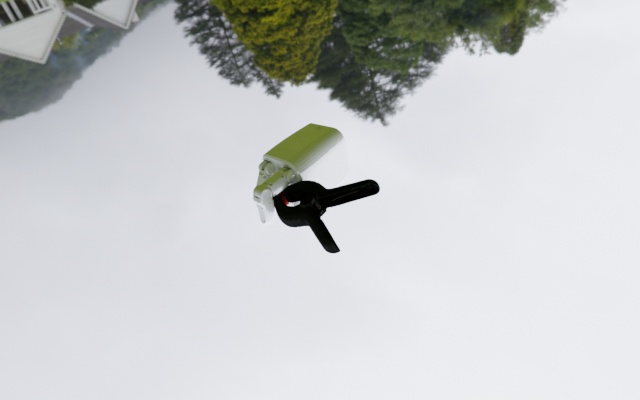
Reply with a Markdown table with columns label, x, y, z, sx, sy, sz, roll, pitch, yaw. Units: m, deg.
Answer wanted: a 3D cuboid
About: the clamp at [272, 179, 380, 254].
| label | x | y | z | sx | sy | sz | roll | pitch | yaw |
| --- | --- | --- | --- | --- | --- | --- | --- | --- | --- |
| clamp | 0.000 | 0.003 | 0.678 | 0.120 | 0.039 | 0.171 | -44 | 42 | -21 |
